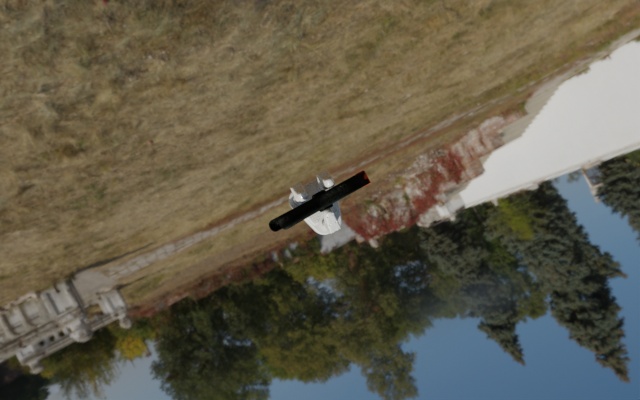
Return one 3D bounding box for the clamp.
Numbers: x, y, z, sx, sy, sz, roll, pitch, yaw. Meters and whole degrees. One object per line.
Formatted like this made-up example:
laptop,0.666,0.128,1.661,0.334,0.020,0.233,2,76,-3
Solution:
clamp,0.001,0.003,0.879,0.210,0.036,0.164,-28,2,-6
